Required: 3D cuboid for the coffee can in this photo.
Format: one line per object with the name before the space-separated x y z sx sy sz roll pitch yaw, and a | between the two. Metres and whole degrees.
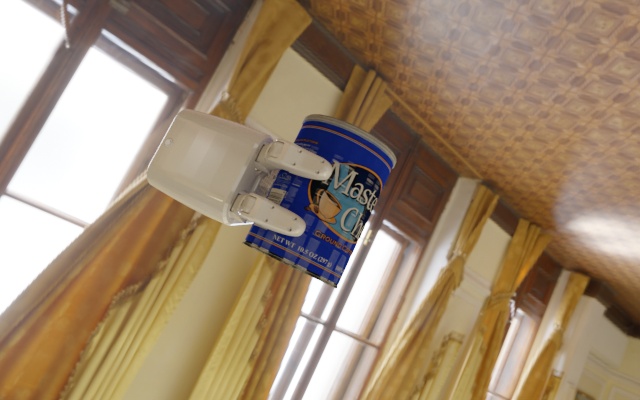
coffee can | 0.000 0.001 0.473 0.103 0.140 0.103 25 -9 4
